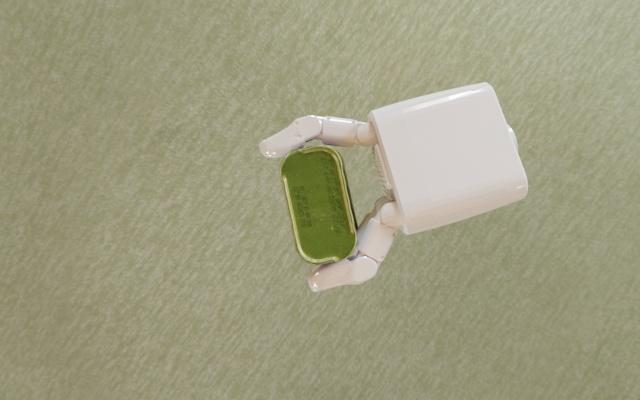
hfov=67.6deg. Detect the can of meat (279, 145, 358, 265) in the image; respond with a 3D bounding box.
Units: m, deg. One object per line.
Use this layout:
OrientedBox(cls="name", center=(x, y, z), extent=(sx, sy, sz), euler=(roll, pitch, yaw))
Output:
OrientedBox(cls="can of meat", center=(0.000, 0.001, 0.423), extent=(0.057, 0.102, 0.084), euler=(-12, 4, 3))
